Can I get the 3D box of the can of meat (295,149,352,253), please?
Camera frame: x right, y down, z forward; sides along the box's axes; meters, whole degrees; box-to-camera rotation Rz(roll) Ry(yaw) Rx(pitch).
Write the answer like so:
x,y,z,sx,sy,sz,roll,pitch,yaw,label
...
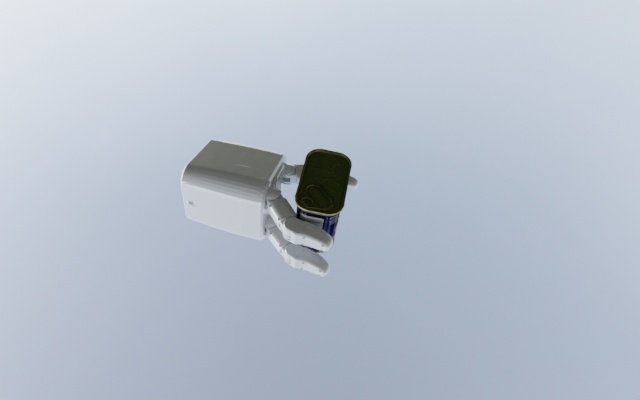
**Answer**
x,y,z,sx,sy,sz,roll,pitch,yaw,label
0.000,0.002,0.593,0.057,0.102,0.084,12,-40,1,can of meat
